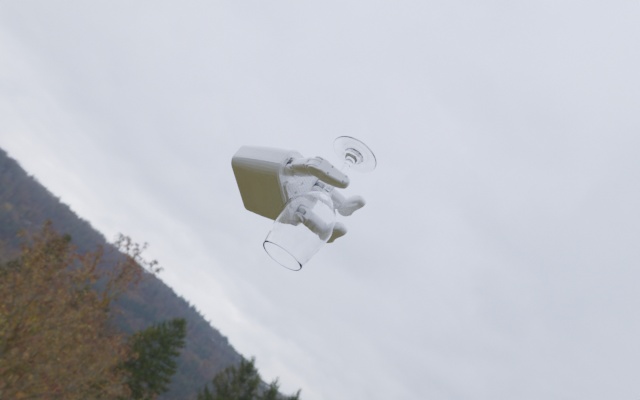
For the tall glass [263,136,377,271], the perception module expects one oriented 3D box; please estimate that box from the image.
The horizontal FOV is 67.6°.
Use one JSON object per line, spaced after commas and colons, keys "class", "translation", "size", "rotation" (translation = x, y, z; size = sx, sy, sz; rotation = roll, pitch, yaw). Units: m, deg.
{"class": "tall glass", "translation": [0.001, 0.002, 0.676], "size": [0.079, 0.201, 0.079], "rotation": [27, -28, 16]}
